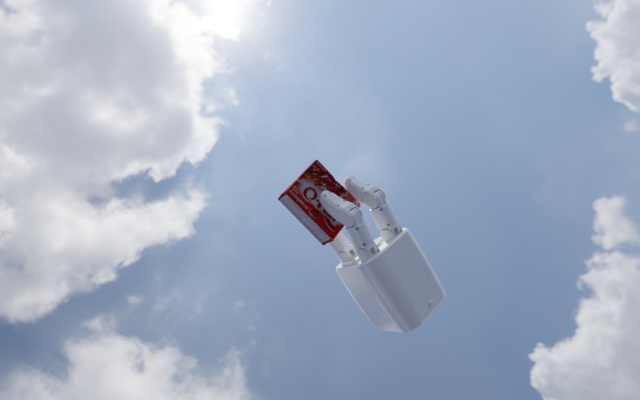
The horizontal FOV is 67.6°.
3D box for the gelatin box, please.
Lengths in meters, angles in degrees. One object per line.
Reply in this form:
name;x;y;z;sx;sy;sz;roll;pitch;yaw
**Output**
gelatin box;0.000;0.002;0.629;0.073;0.089;0.030;-49;8;-34
